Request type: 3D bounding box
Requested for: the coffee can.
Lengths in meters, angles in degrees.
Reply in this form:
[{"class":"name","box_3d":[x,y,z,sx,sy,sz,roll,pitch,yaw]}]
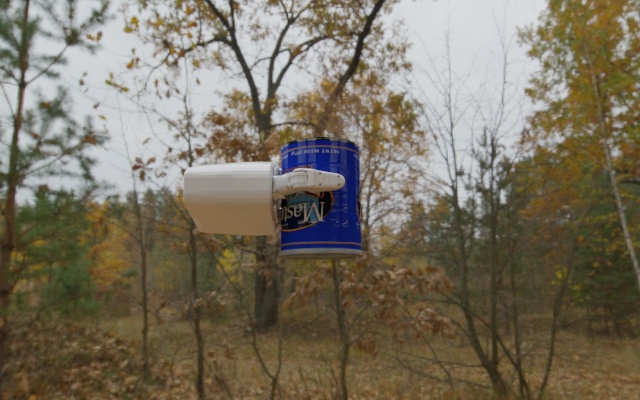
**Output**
[{"class":"coffee can","box_3d":[0.000,0.002,0.606,0.103,0.140,0.103,0,-11,0]}]
